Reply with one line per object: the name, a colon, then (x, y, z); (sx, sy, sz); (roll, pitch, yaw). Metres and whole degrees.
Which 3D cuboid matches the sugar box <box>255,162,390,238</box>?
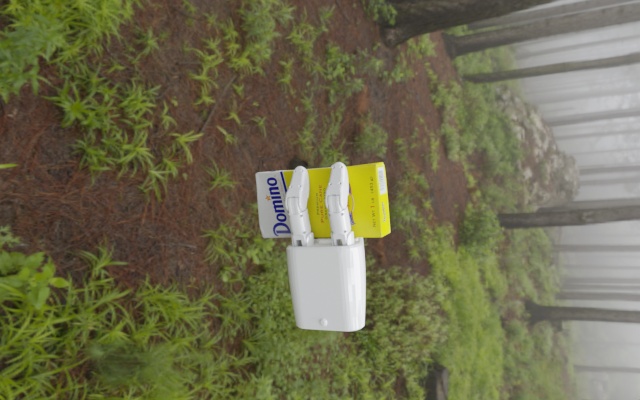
sugar box: (0.000, 0.002, 0.634); (0.176, 0.093, 0.048); (-3, 4, 23)
